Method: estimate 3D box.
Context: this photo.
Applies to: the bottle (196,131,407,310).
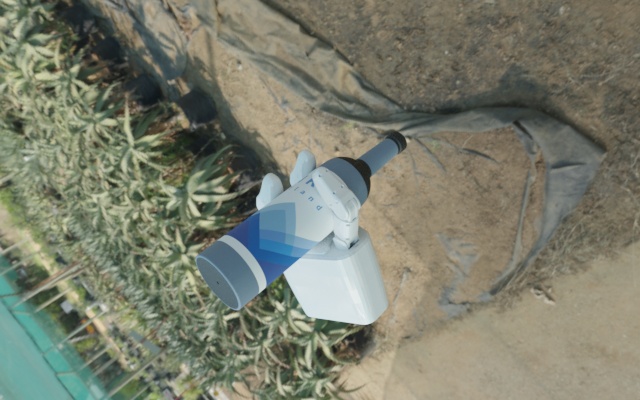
[{"bbox_3d":[0.000,0.002,0.534,0.295,0.069,0.069,-38,22,-31],"label":"bottle"}]
